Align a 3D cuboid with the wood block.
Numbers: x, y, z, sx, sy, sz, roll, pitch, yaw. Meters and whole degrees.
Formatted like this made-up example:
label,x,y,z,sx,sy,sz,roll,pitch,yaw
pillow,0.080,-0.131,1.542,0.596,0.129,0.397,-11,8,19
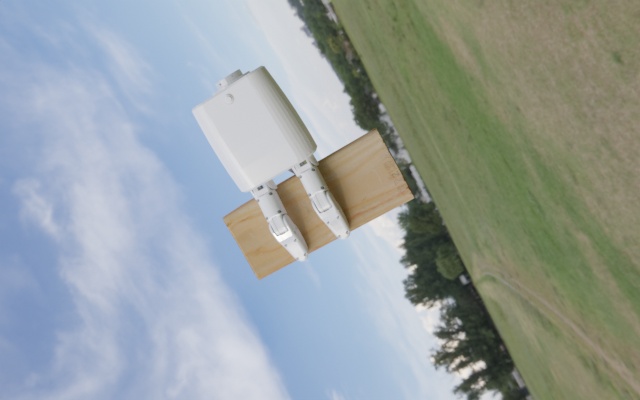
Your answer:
label,x,y,z,sx,sy,sz,roll,pitch,yaw
wood block,0.000,0.002,0.585,0.206,0.090,0.091,-29,5,11
